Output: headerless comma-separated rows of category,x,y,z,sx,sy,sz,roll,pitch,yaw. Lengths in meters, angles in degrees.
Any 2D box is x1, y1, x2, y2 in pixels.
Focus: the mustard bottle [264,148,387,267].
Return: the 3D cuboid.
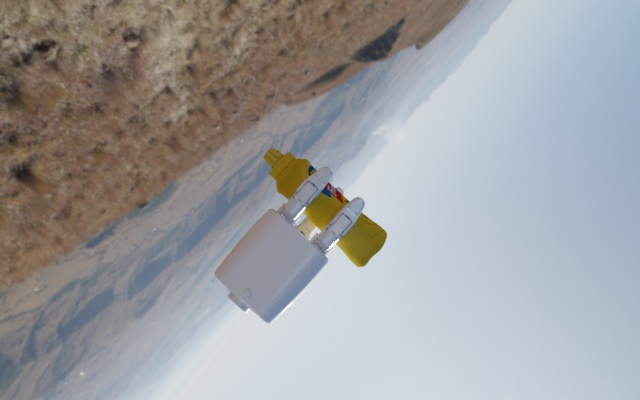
mustard bottle,0.001,0.002,0.628,0.191,0.058,0.096,42,13,1
